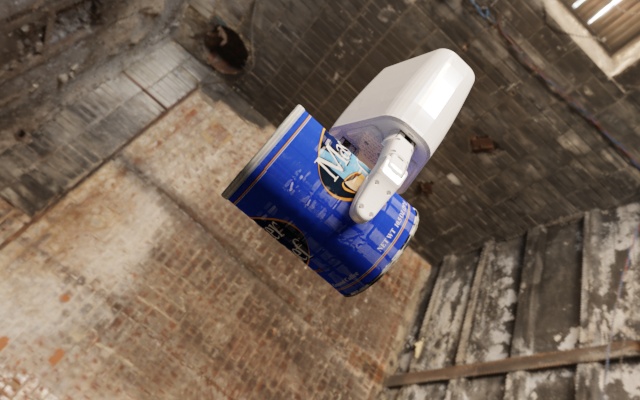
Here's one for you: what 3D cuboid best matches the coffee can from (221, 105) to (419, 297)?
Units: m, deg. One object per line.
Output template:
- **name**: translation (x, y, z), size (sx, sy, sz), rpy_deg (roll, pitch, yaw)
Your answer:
- **coffee can**: translation (0.000, 0.001, 0.420), size (0.140, 0.103, 0.103), rpy_deg (41, -8, -9)
